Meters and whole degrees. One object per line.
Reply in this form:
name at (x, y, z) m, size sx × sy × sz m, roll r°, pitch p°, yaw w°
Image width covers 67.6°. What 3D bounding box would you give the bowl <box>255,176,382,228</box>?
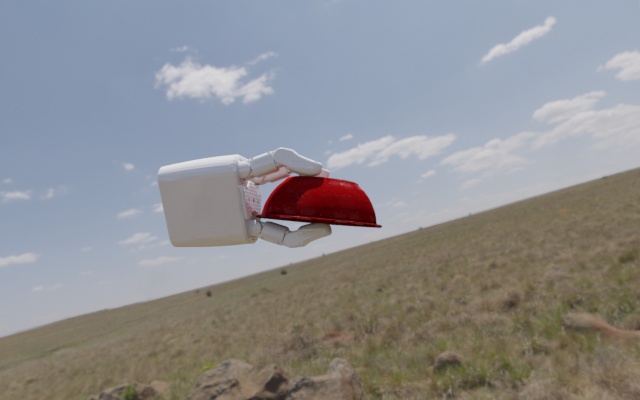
bowl at (0.001, 0.002, 0.611) m, size 0.162 × 0.055 × 0.162 m, roll 5°, pitch -4°, yaw 0°
